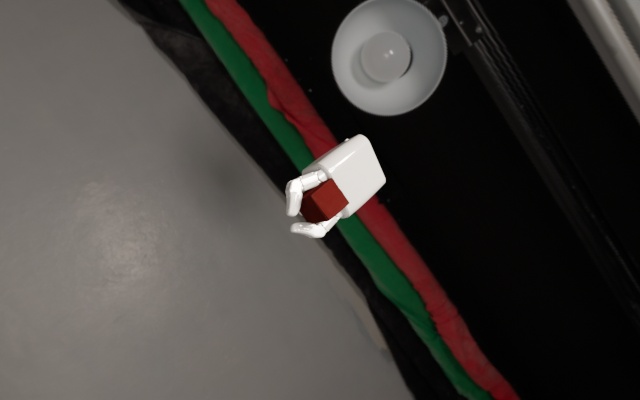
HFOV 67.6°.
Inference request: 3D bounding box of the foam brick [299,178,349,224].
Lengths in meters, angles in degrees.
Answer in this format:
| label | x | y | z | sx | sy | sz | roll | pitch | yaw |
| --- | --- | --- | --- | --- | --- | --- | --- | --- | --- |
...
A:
| label | x | y | z | sx | sy | sz | roll | pitch | yaw |
| --- | --- | --- | --- | --- | --- | --- | --- | --- | --- |
| foam brick | 0.000 | 0.003 | 0.790 | 0.051 | 0.053 | 0.078 | -39 | 10 | -24 |
